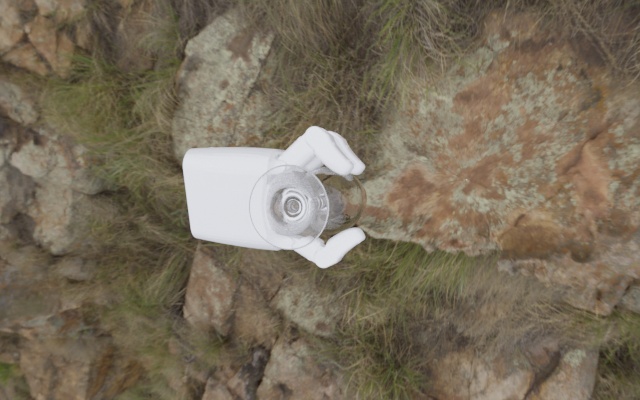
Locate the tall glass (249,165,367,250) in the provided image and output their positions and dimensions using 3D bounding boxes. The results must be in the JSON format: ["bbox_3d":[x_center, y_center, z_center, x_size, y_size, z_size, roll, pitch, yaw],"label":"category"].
[{"bbox_3d":[0.000,0.002,0.508,0.079,0.079,0.201,0,2,17],"label":"tall glass"}]
